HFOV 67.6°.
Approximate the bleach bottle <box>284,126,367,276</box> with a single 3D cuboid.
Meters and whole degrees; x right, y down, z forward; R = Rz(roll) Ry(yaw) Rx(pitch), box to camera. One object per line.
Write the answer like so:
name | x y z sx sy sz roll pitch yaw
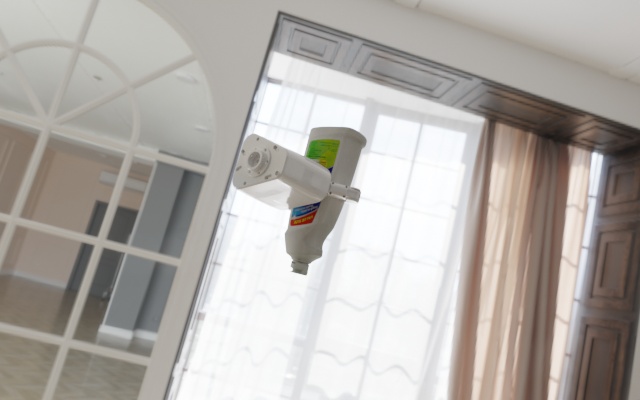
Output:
bleach bottle | 0.000 0.003 0.806 0.102 0.250 0.068 7 -12 38
